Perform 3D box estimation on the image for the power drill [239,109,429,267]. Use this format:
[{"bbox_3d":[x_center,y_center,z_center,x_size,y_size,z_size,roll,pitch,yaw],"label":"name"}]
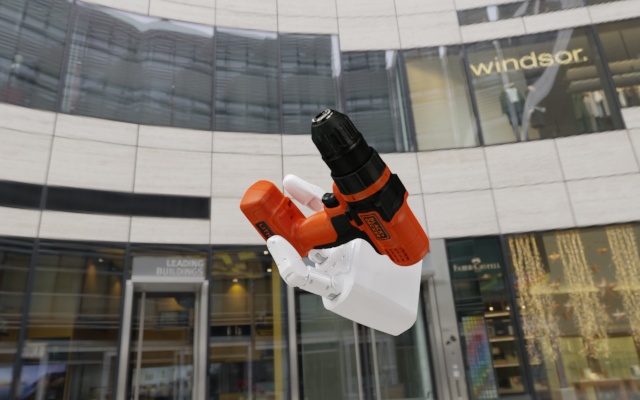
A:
[{"bbox_3d":[0.000,0.002,0.506,0.187,0.184,0.057,-10,33,44],"label":"power drill"}]
